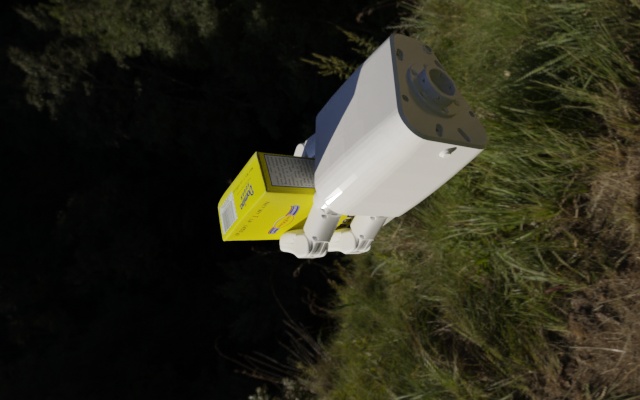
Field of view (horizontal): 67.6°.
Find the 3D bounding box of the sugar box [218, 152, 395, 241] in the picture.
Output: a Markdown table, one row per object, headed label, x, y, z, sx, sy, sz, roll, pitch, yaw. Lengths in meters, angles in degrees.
| label | x | y | z | sx | sy | sz | roll | pitch | yaw |
| --- | --- | --- | --- | --- | --- | --- | --- | --- | --- |
| sugar box | 0.000 | 0.002 | 0.462 | 0.176 | 0.048 | 0.093 | 4 | -31 | -34 |
